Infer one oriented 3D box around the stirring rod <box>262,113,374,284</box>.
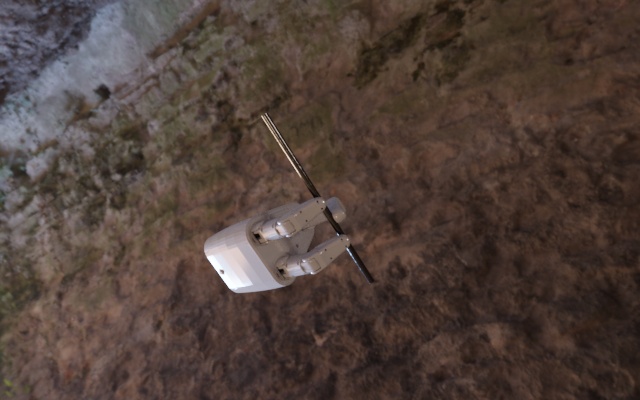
[{"bbox_3d":[0.000,0.002,0.563,0.011,0.239,0.011,-31,14,8],"label":"stirring rod"}]
